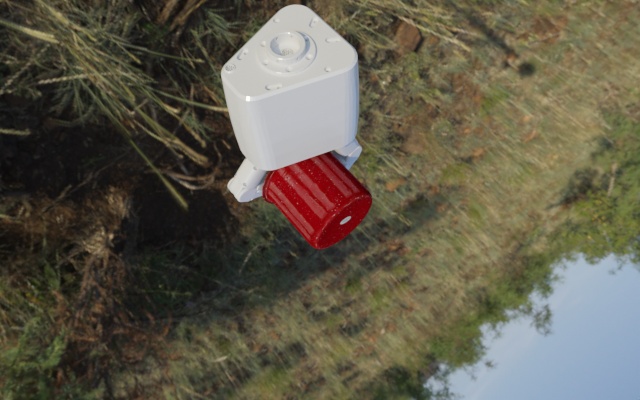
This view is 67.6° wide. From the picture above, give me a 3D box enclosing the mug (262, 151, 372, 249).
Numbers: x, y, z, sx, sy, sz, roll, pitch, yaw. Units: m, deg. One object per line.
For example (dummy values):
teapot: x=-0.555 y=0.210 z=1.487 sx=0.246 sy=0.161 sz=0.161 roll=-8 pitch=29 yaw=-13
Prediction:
mug: x=0.000 y=0.003 z=0.514 sx=0.093 sy=0.081 sz=0.117 roll=-36 pitch=-23 yaw=-15
